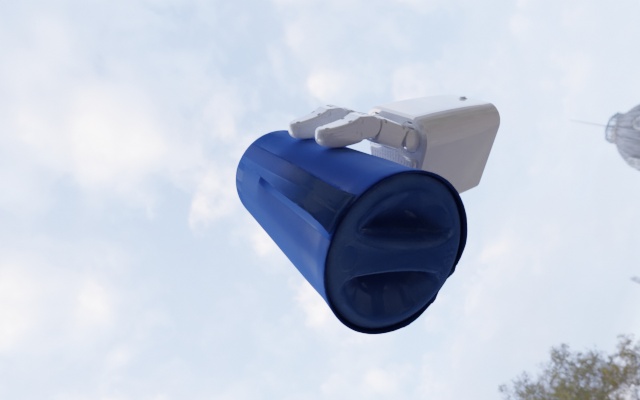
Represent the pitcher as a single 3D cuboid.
[{"bbox_3d":[0.000,0.001,0.446,0.145,0.149,0.242,-18,26,-24],"label":"pitcher"}]
